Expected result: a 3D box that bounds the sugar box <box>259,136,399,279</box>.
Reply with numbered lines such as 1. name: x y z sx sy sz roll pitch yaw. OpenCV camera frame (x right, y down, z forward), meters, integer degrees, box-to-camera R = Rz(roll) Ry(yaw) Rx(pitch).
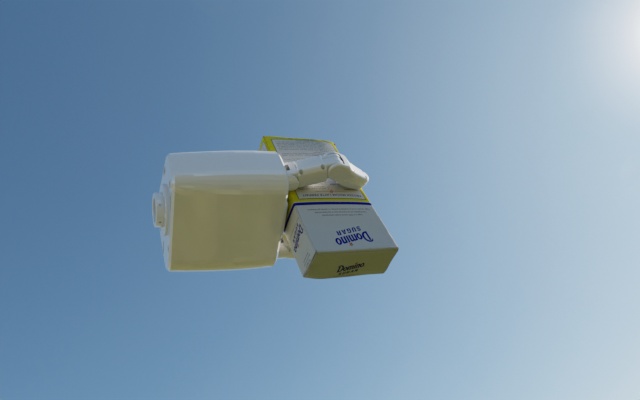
1. sugar box: 0.000 0.002 0.503 0.093 0.048 0.176 1 44 -27
